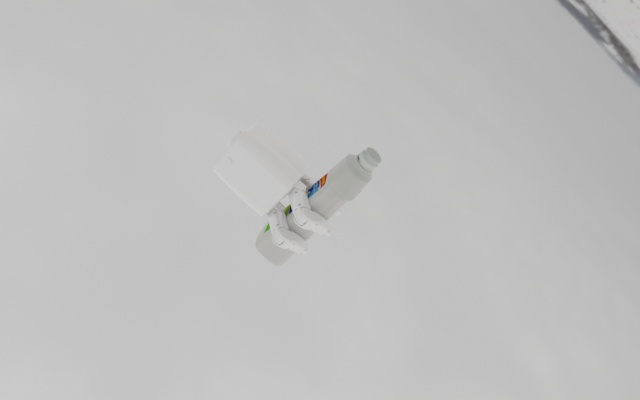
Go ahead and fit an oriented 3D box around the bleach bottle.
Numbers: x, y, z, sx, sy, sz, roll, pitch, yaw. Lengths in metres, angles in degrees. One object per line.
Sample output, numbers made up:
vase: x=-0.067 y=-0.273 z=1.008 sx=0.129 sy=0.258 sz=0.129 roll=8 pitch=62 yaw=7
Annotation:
bleach bottle: x=0.000 y=0.003 z=0.743 sx=0.251 sy=0.068 sz=0.102 roll=-42 pitch=10 yaw=33
